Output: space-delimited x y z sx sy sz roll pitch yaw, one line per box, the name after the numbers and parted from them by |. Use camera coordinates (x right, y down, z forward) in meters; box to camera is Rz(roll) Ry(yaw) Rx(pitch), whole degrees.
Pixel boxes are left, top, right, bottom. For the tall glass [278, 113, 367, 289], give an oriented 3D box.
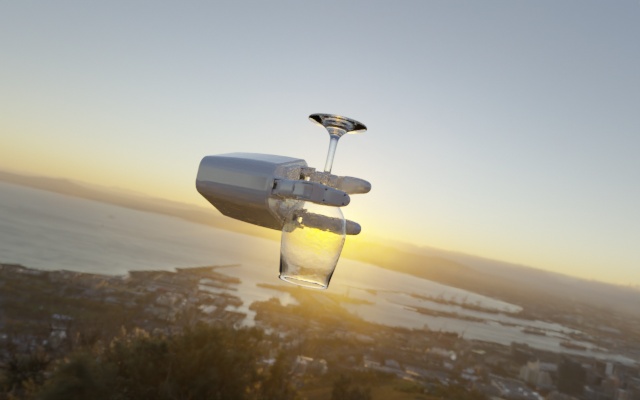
0.000 0.001 0.579 0.079 0.201 0.079 12 -4 1 | tall glass
